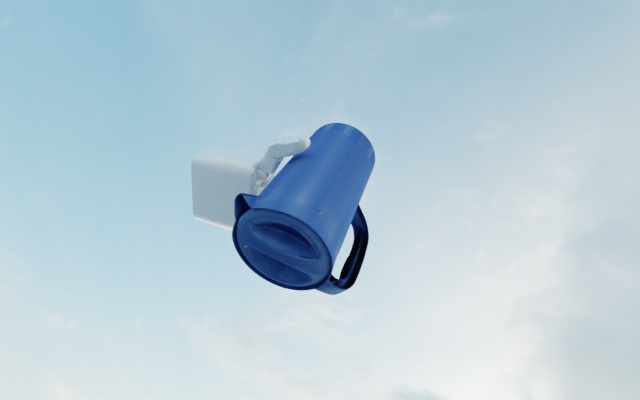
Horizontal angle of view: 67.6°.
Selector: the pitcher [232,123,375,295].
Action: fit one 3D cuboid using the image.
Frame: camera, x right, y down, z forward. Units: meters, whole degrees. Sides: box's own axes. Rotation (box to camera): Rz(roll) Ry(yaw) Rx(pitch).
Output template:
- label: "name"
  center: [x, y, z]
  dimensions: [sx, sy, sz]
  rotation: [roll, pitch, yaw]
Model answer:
- label: "pitcher"
  center: [0.000, 0.002, 0.658]
  dimensions: [0.145, 0.149, 0.242]
  rotation: [10, 40, 19]
